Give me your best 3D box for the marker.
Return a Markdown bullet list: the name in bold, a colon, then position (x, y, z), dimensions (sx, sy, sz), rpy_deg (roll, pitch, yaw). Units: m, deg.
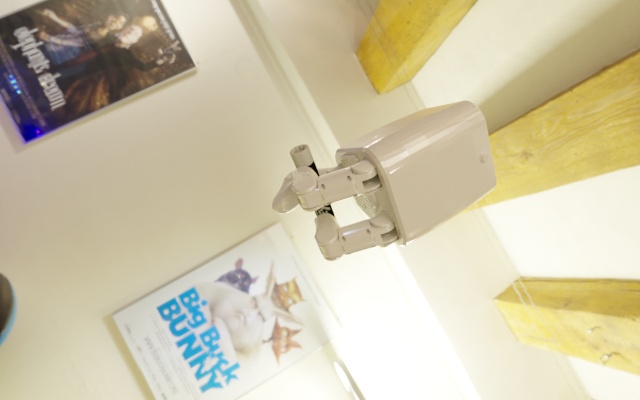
- **marker**: position (0.000, 0.002, 0.467), dimensions (0.020, 0.121, 0.020), rpy_deg (-17, 30, 10)
